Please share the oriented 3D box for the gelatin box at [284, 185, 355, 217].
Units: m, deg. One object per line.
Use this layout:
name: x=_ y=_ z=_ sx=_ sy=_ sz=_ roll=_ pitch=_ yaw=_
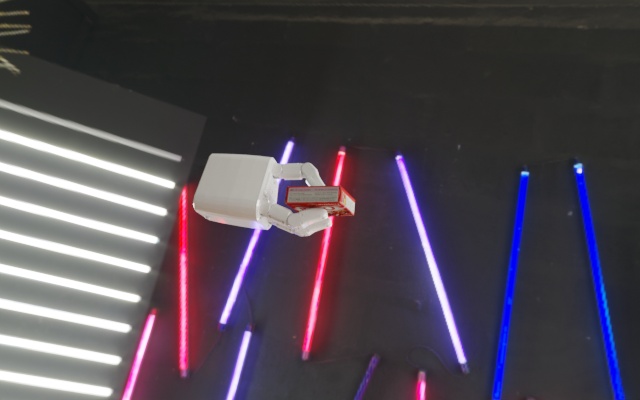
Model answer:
gelatin box: x=0.000 y=0.002 z=0.729 sx=0.089 sy=0.030 sz=0.073 roll=-2 pitch=-18 yaw=21
